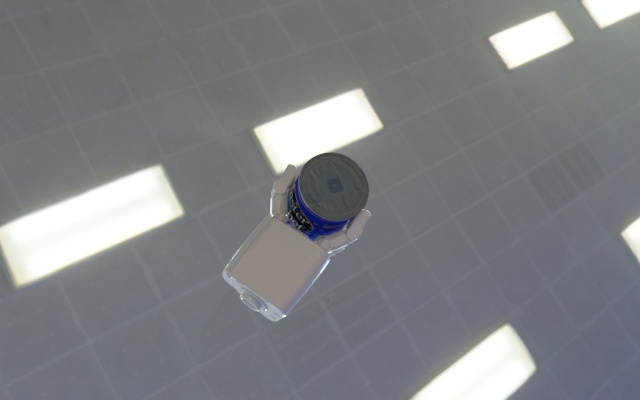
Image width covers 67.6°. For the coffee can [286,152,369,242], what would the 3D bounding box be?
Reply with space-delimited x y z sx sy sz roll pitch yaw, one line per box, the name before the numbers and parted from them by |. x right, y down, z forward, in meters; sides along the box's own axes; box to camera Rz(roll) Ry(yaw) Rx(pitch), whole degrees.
coffee can | 0.000 0.002 0.726 0.103 0.102 0.140 0 -20 -18
